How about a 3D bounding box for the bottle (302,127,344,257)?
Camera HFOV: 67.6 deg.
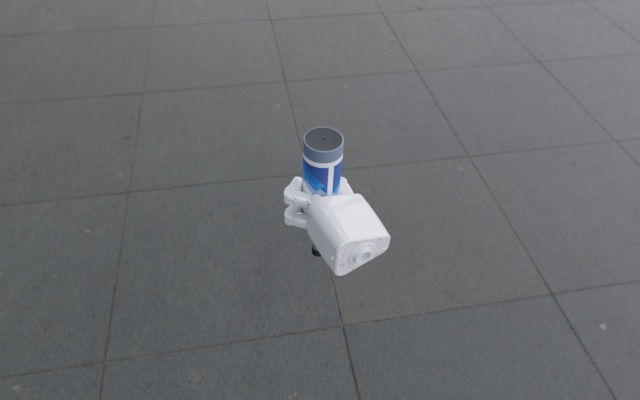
[{"bbox_3d":[0.000,0.003,0.882,0.069,0.069,0.296,0,-44,-3],"label":"bottle"}]
